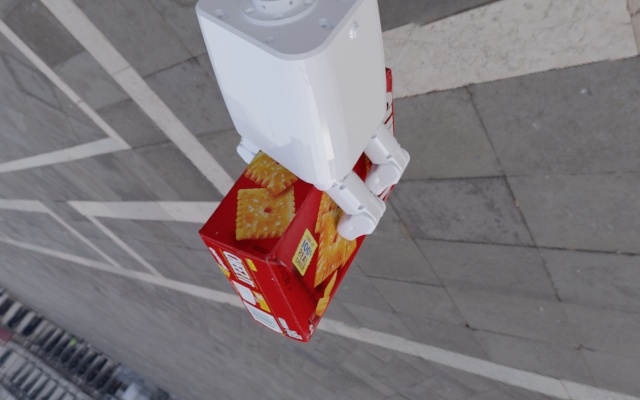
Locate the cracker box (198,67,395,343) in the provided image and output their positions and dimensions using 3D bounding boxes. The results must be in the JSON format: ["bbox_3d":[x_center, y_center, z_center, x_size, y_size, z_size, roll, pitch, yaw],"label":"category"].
[{"bbox_3d":[0.000,0.002,0.440,0.072,0.213,0.164,20,-31,23],"label":"cracker box"}]
